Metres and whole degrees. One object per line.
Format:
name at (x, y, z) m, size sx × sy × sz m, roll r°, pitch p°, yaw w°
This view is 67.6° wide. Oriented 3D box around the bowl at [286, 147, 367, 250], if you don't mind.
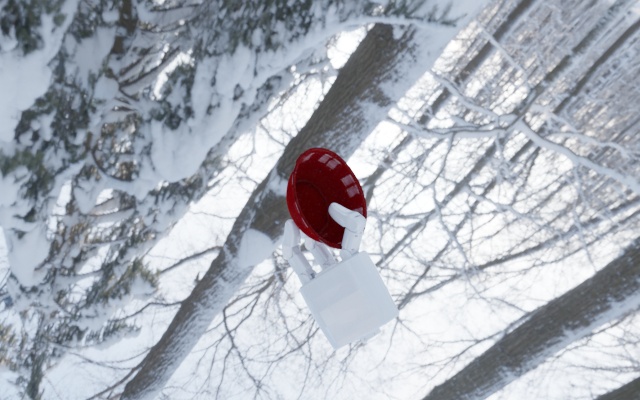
bowl at (0.000, 0.001, 0.736) m, size 0.055 × 0.162 × 0.162 m, roll -22°, pitch -15°, yaw 40°
